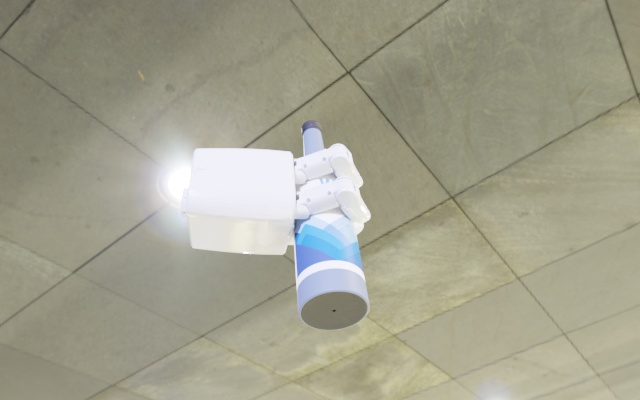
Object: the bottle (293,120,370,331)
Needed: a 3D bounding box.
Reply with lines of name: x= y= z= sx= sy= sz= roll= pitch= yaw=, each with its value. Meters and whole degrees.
bottle: x=0.000 y=0.002 z=0.546 sx=0.069 sy=0.069 sz=0.295 roll=0 pitch=43 yaw=-7
